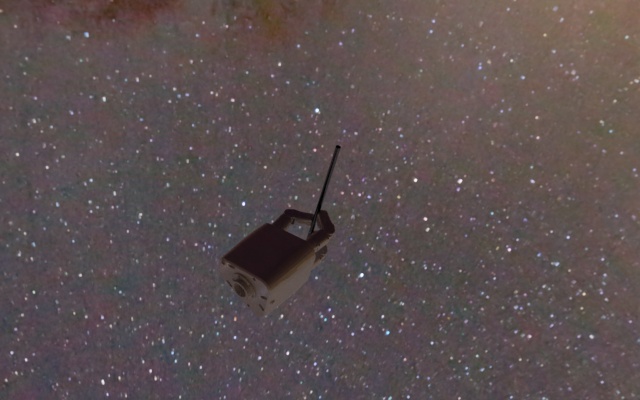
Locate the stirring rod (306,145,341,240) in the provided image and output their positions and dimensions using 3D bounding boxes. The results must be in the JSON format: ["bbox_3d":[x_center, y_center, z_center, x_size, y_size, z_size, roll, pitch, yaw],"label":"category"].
[{"bbox_3d":[0.000,0.003,0.797,0.011,0.011,0.240,0,-43,-18],"label":"stirring rod"}]
